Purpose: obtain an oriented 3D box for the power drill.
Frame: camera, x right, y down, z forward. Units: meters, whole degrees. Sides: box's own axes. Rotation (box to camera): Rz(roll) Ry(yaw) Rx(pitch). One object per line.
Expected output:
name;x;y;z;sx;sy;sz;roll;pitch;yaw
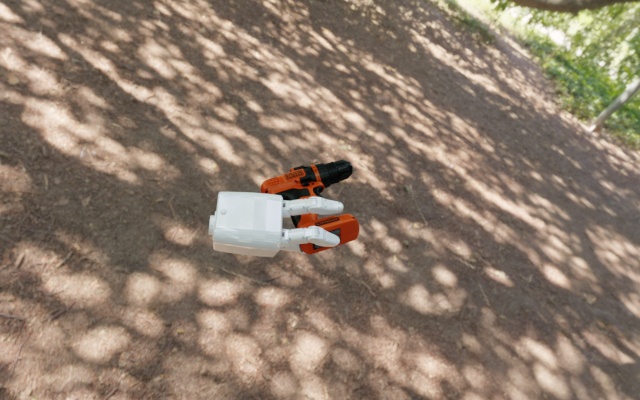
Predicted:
power drill;0.000;0.003;0.867;0.184;0.057;0.187;-18;42;-11
